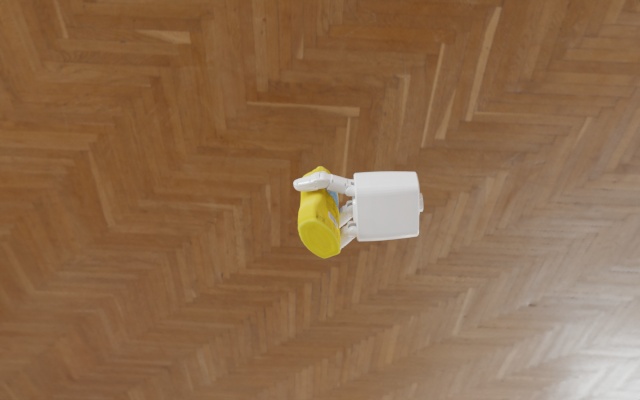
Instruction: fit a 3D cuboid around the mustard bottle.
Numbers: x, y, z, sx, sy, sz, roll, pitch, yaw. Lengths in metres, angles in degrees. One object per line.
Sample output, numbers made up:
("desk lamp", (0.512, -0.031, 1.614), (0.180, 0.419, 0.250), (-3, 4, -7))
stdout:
("mustard bottle", (0.000, 0.003, 0.844), (0.058, 0.096, 0.191), (-23, 37, 19))
